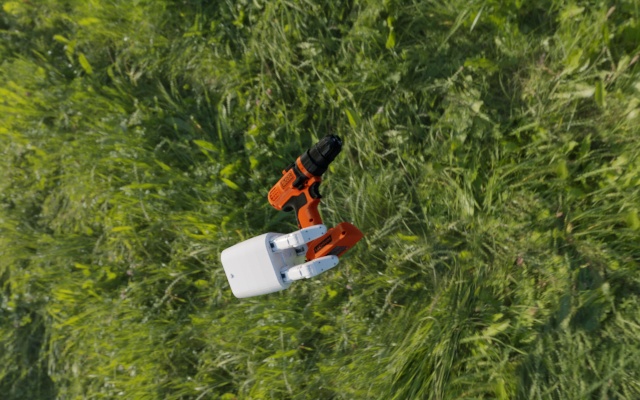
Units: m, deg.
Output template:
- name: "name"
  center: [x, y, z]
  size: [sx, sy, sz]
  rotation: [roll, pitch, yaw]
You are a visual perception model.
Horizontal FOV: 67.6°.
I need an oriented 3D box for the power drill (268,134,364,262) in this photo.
- name: "power drill"
  center: [0.000, 0.003, 0.826]
  size: [0.057, 0.187, 0.184]
  rotation: [8, -43, -46]
